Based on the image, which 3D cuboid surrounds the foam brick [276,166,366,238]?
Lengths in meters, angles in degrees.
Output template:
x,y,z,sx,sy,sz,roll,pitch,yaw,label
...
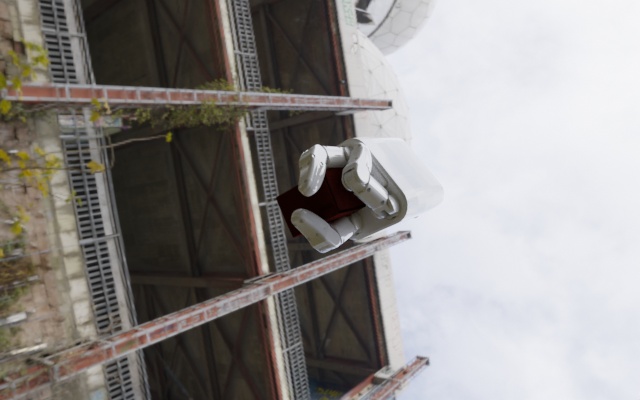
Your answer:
x,y,z,sx,sy,sz,roll,pitch,yaw,label
0.000,0.002,0.538,0.078,0.053,0.051,-28,-10,38,foam brick
